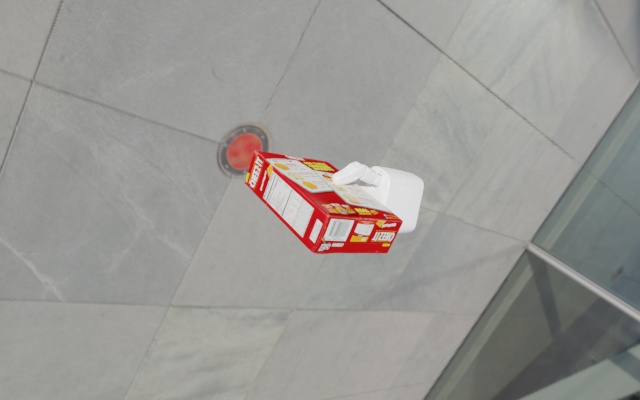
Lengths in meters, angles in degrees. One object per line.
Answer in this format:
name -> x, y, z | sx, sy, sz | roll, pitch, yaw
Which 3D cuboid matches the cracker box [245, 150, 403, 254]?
cracker box -> 0.000, 0.002, 0.769 | 0.164, 0.072, 0.213 | 5, 26, -42
